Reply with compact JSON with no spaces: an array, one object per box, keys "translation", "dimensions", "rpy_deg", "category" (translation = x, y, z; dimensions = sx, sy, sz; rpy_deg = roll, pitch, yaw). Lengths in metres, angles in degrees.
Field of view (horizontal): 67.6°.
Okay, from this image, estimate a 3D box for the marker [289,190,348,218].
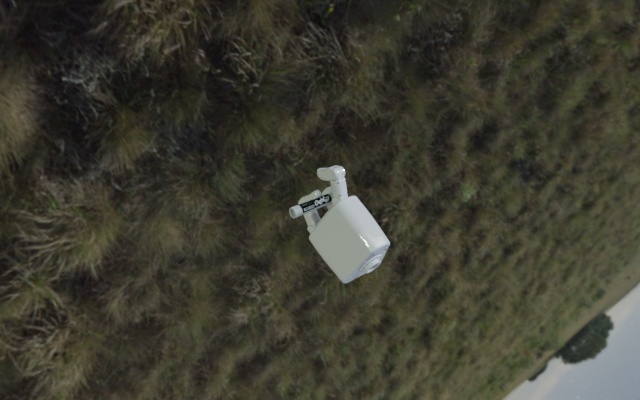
[{"translation":[0.000,0.003,0.817],"dimensions":[0.121,0.020,0.020],"rpy_deg":[-21,12,-34],"category":"marker"}]
